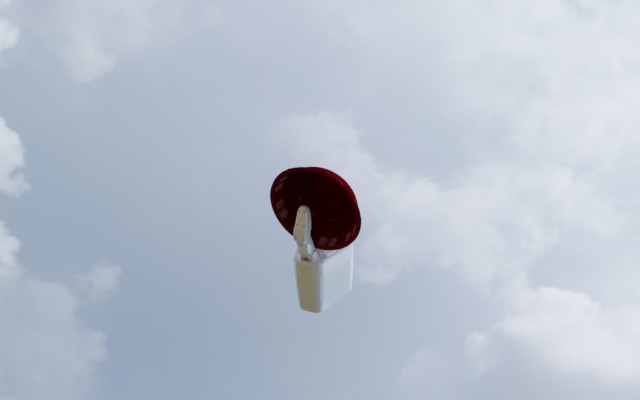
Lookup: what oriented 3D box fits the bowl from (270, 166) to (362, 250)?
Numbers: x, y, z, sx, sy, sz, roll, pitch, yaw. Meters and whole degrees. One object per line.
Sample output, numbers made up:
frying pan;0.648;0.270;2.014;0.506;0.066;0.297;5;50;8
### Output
bowl;0.000;0.001;0.780;0.162;0.162;0.055;0;34;30
